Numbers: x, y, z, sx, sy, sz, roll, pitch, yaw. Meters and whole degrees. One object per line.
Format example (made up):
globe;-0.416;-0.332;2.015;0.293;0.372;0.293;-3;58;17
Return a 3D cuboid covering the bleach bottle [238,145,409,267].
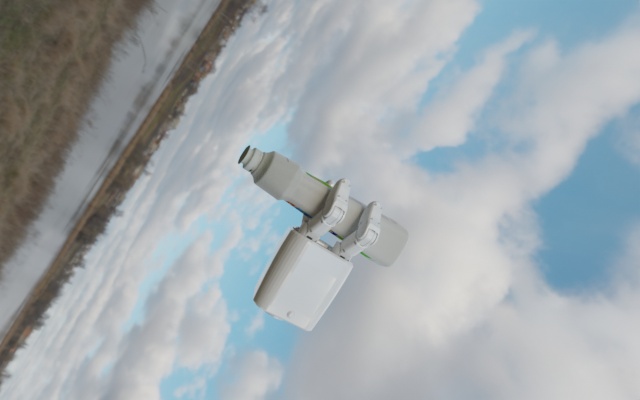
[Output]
bleach bottle;0.000;0.002;0.651;0.251;0.068;0.102;32;-1;-22
